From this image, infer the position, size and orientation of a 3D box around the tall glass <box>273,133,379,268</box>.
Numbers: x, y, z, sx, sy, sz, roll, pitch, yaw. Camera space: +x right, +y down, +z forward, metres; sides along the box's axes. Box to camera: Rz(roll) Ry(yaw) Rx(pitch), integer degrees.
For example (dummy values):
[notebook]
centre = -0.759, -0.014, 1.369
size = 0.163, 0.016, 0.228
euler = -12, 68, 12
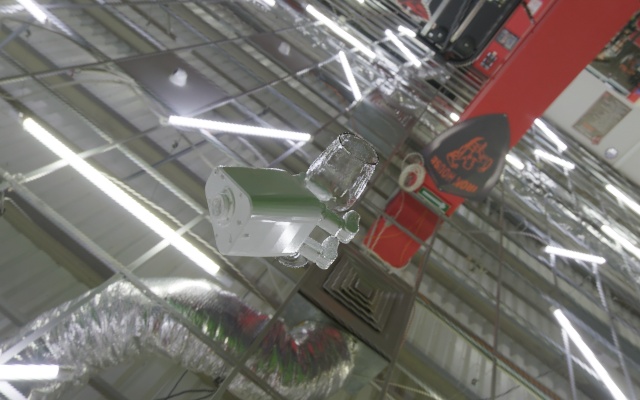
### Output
[tall glass]
centre = 0.000, 0.003, 0.664
size = 0.079, 0.079, 0.201
euler = 0, -44, -45
